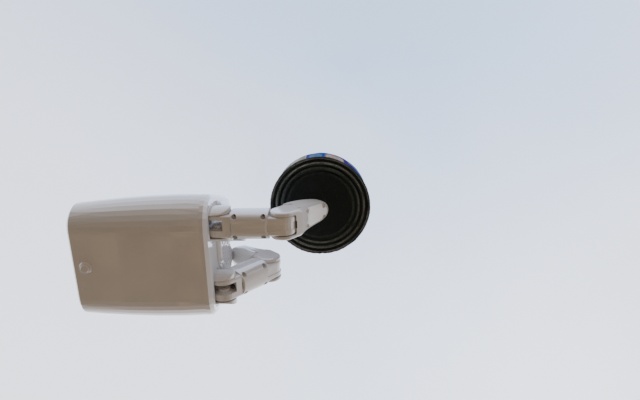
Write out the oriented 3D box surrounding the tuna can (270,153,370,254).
[{"bbox_3d":[0.000,0.001,0.423,0.086,0.086,0.033,0,14,2],"label":"tuna can"}]
